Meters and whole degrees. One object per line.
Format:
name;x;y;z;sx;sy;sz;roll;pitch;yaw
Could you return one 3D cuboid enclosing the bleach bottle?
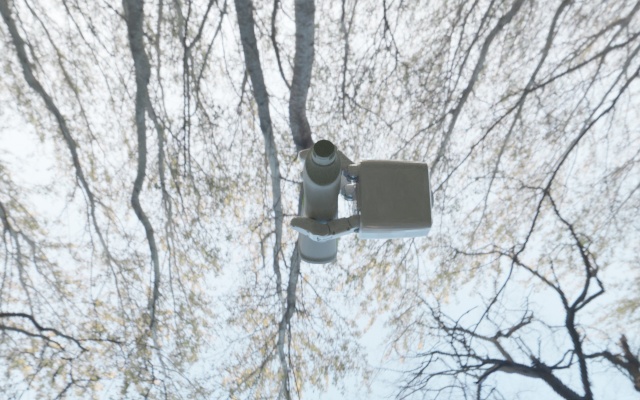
bleach bottle;0.000;0.002;0.722;0.068;0.102;0.251;1;-30;-2
